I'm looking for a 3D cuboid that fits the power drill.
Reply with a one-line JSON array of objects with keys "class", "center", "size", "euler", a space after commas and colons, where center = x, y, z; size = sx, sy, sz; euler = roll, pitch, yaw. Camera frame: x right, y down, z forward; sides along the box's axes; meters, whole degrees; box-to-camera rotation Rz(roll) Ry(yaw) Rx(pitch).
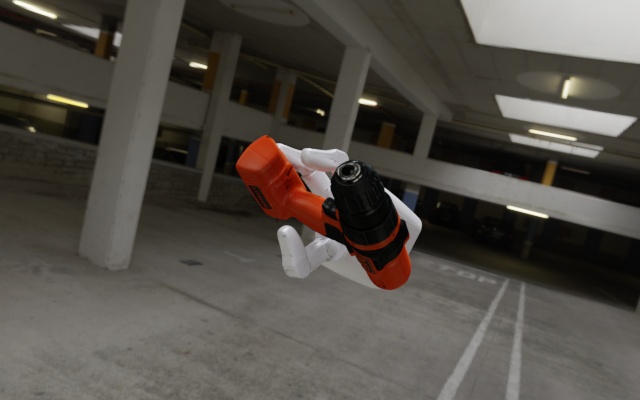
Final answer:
[{"class": "power drill", "center": [0.000, 0.001, 0.476], "size": [0.187, 0.057, 0.185], "euler": [31, -21, 36]}]
